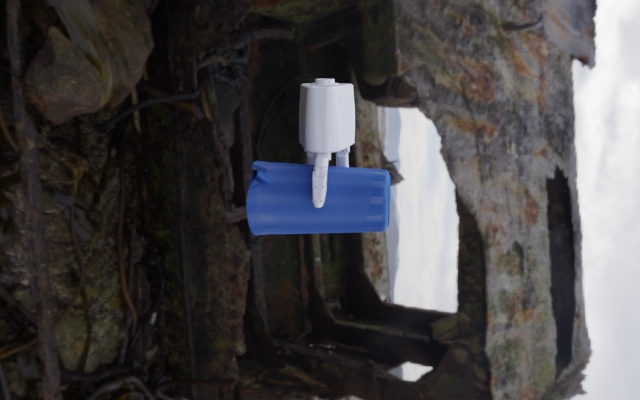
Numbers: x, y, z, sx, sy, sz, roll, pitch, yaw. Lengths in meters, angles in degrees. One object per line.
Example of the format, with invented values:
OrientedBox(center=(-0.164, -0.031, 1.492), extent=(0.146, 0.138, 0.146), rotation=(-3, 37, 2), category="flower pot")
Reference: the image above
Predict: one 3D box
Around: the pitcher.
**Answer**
OrientedBox(center=(0.000, 0.003, 0.847), extent=(0.243, 0.145, 0.149), rotation=(2, 15, 8), category="pitcher")
